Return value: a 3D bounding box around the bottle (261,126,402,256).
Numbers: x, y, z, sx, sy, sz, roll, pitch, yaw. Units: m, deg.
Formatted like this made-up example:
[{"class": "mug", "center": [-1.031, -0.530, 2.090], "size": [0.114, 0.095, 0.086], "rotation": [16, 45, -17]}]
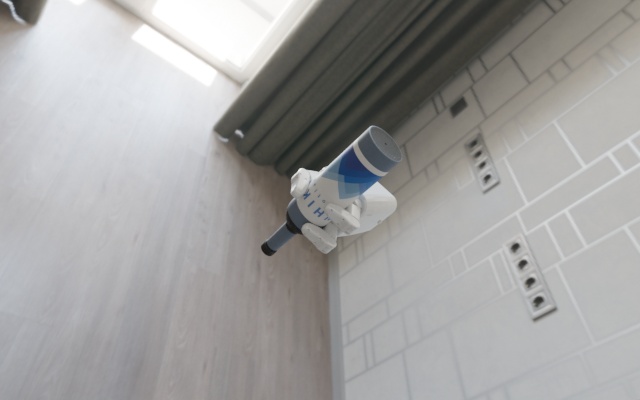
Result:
[{"class": "bottle", "center": [0.000, 0.002, 0.757], "size": [0.069, 0.069, 0.296], "rotation": [0, -35, -50]}]
